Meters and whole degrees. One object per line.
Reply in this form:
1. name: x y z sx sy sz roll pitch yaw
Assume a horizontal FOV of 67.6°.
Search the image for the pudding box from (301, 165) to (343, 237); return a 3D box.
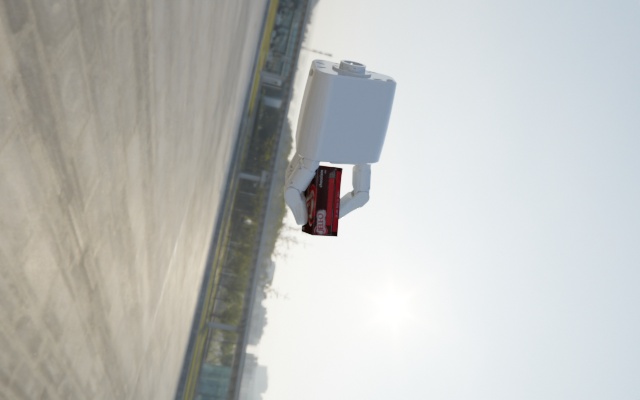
1. pudding box: 0.000 0.002 0.648 0.039 0.090 0.113 5 -2 -7
